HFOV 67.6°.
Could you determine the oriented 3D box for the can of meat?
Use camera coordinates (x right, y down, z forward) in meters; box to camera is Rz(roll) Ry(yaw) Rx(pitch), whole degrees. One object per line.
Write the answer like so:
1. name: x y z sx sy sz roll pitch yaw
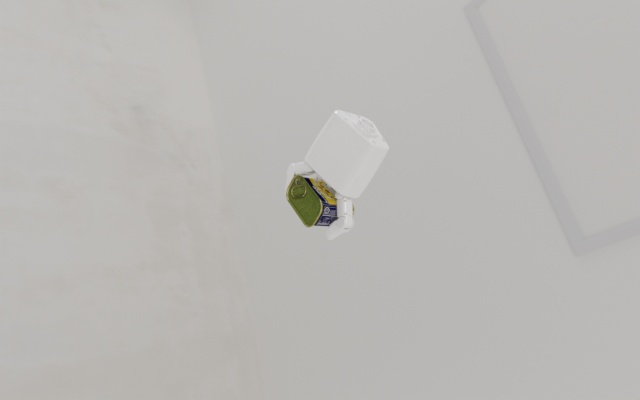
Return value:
1. can of meat: 0.000 0.003 0.858 0.084 0.057 0.102 6 35 -41
